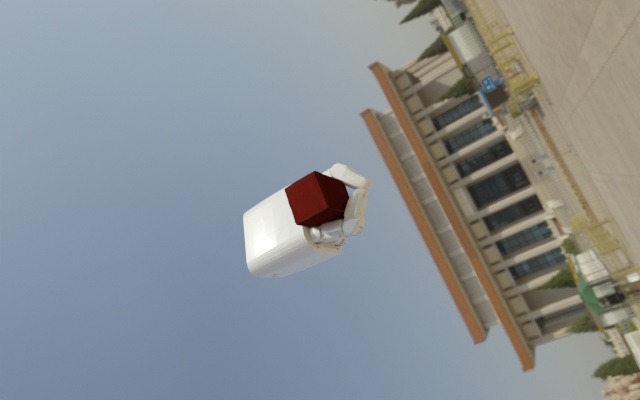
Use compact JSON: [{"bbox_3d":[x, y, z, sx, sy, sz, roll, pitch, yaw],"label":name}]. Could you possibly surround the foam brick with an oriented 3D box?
[{"bbox_3d":[0.000,0.002,0.611,0.051,0.053,0.078,-27,-20,23],"label":"foam brick"}]
